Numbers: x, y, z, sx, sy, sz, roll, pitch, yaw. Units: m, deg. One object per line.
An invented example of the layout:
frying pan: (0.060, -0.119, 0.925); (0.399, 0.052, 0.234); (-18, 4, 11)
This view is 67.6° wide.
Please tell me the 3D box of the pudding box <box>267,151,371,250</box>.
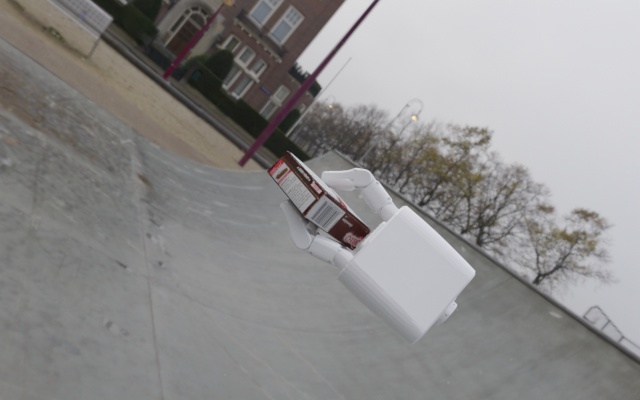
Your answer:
pudding box: (0.000, 0.002, 0.557); (0.090, 0.039, 0.113); (47, 4, 40)
